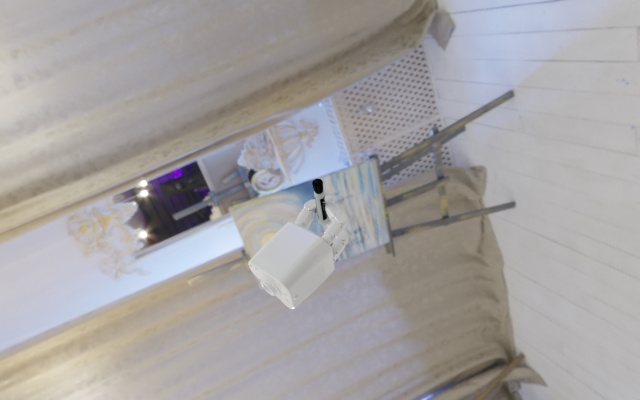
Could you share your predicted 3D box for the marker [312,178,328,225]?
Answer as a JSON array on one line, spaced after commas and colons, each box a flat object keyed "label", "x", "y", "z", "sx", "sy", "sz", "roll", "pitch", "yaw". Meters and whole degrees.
[{"label": "marker", "x": 0.000, "y": 0.003, "z": 0.853, "sx": 0.020, "sy": 0.020, "sz": 0.121, "roll": 0, "pitch": -37, "yaw": 6}]
